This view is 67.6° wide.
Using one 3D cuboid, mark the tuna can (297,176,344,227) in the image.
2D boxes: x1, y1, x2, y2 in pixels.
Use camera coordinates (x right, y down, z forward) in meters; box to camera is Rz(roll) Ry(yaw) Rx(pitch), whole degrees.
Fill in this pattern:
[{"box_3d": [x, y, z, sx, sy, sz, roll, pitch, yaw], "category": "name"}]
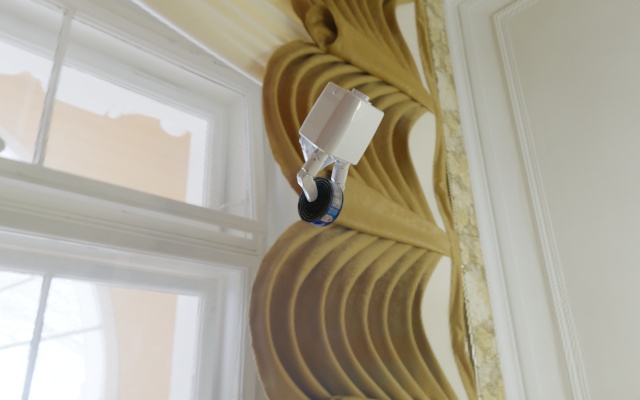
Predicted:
[{"box_3d": [0.000, 0.003, 0.852, 0.034, 0.086, 0.086, 24, -16, -40], "category": "tuna can"}]
